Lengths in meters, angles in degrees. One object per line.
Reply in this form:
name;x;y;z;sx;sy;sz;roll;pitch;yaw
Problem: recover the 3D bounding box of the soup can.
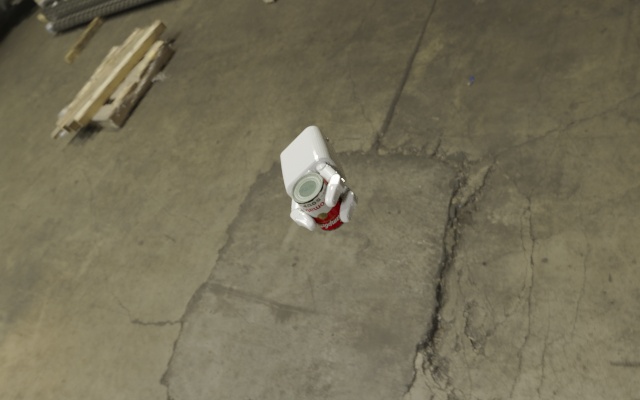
soup can;0.000;0.003;0.881;0.068;0.068;0.102;0;-32;34
